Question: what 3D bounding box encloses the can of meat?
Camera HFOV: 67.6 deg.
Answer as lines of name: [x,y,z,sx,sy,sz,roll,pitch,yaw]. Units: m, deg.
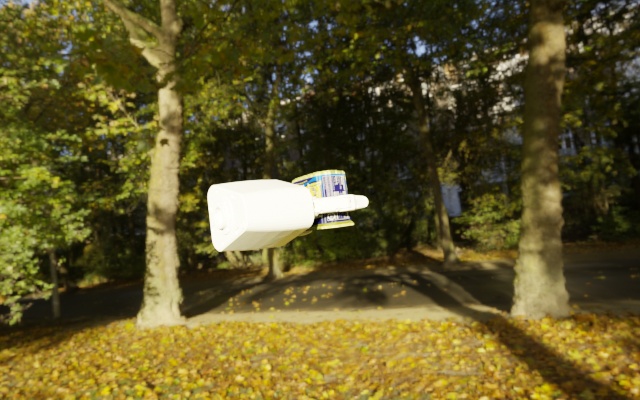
can of meat: [0.000,0.002,0.735,0.057,0.084,0.102,-5,-4,-35]
